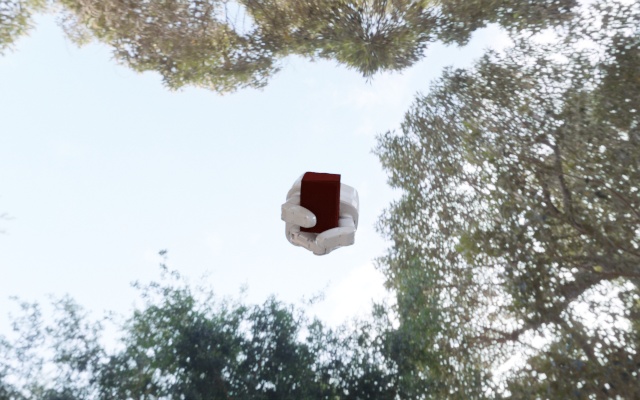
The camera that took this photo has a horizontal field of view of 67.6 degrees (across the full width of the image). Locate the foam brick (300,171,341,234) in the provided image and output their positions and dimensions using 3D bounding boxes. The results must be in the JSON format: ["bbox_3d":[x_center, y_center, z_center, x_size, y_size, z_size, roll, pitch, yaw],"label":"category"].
[{"bbox_3d":[0.000,0.002,0.670,0.053,0.078,0.051,5,19,6],"label":"foam brick"}]
